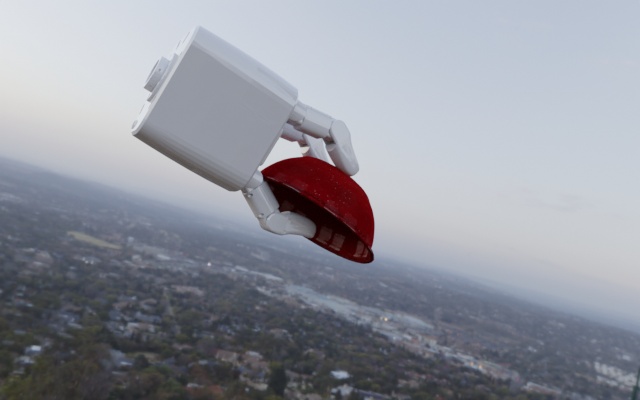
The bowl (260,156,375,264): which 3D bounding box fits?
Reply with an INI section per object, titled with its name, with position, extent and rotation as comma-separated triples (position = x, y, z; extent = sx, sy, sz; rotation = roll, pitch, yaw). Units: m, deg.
[bowl]
position = 0.001, 0.002, 0.516
extent = 0.162, 0.055, 0.162
rotation = 31, -17, 10
